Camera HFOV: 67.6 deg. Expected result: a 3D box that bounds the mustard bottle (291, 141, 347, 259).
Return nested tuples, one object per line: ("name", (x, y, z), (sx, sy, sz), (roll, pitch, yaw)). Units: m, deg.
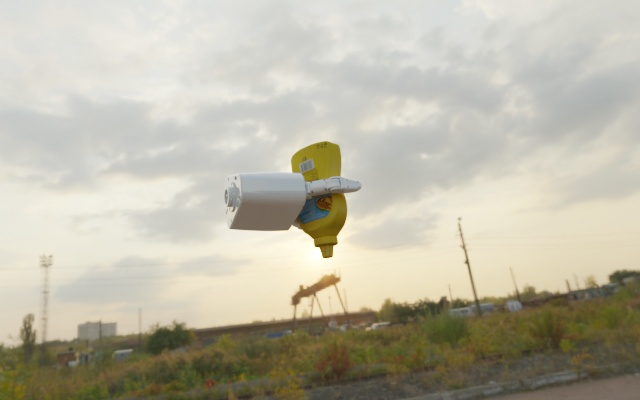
("mustard bottle", (0.000, 0.002, 0.810), (0.096, 0.191, 0.058), (-19, -20, 38))
